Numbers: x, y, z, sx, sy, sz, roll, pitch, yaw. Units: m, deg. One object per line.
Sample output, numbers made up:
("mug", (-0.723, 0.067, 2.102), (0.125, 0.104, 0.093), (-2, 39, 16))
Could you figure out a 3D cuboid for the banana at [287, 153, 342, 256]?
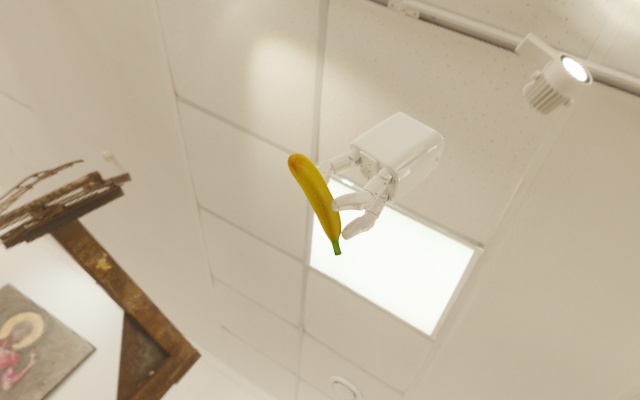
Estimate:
("banana", (-0.003, -0.006, 0.693), (0.037, 0.198, 0.069), (-25, 39, 3))
